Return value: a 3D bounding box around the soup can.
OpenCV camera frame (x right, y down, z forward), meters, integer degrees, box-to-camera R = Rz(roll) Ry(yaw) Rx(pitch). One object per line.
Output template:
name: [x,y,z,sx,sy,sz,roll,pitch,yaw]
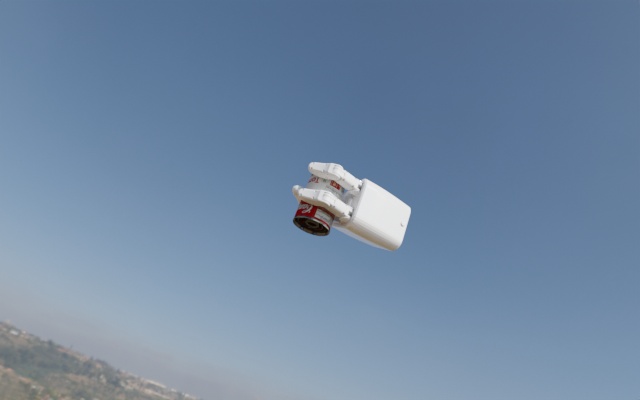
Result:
soup can: [0.000,0.002,0.845,0.068,0.102,0.068,17,-24,8]
